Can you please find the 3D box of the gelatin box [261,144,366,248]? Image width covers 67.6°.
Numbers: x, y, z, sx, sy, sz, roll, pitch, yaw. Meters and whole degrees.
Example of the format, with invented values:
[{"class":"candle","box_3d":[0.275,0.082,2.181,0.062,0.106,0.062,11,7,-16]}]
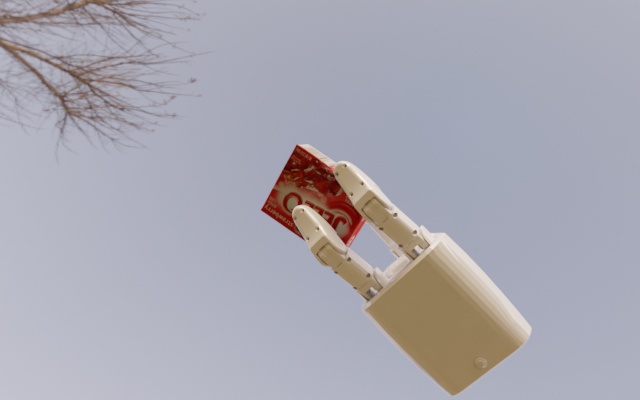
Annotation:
[{"class":"gelatin box","box_3d":[0.000,0.001,0.439,0.089,0.073,0.030,34,17,14]}]
